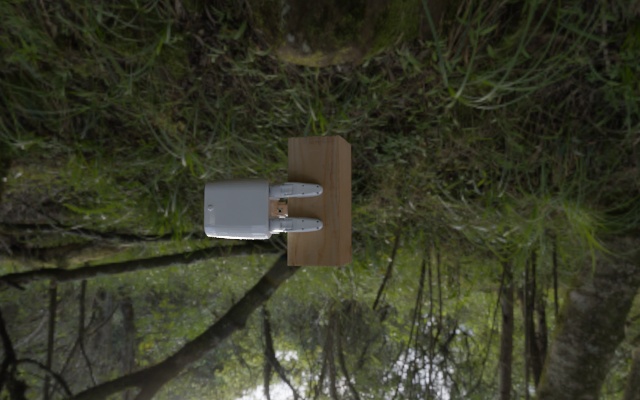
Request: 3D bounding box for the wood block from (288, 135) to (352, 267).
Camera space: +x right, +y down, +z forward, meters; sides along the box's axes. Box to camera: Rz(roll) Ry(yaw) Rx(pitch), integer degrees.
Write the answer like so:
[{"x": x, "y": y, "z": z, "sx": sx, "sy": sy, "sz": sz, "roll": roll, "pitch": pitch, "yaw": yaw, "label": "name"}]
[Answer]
[{"x": 0.000, "y": 0.003, "z": 0.796, "sx": 0.090, "sy": 0.206, "sz": 0.091, "roll": -1, "pitch": -3, "yaw": 15, "label": "wood block"}]
